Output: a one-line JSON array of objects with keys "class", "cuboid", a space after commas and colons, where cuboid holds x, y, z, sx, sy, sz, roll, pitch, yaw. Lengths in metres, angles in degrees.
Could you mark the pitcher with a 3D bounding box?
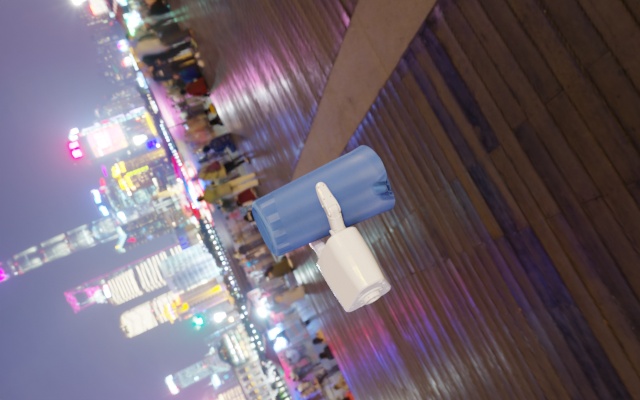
[{"class": "pitcher", "cuboid": [0.000, 0.003, 0.882, 0.243, 0.145, 0.149, -25, -27, -14]}]
